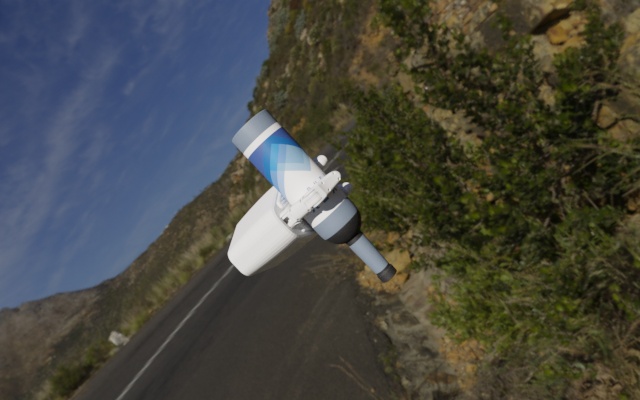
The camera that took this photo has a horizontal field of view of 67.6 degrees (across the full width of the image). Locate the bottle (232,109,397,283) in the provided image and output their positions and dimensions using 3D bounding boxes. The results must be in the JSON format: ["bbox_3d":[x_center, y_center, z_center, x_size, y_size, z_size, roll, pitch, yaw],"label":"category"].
[{"bbox_3d":[0.000,0.002,0.679,0.069,0.296,0.069,-43,4,3],"label":"bottle"}]
